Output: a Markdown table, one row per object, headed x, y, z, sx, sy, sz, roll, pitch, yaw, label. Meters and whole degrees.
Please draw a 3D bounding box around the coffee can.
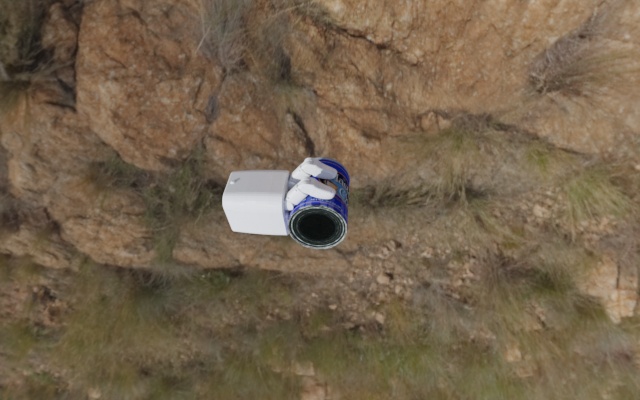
| x | y | z | sx | sy | sz | roll | pitch | yaw | label |
| --- | --- | --- | --- | --- | --- | --- | --- | --- | --- |
| 0.000 | 0.003 | 0.865 | 0.103 | 0.103 | 0.140 | 0 | 40 | 6 | coffee can |
